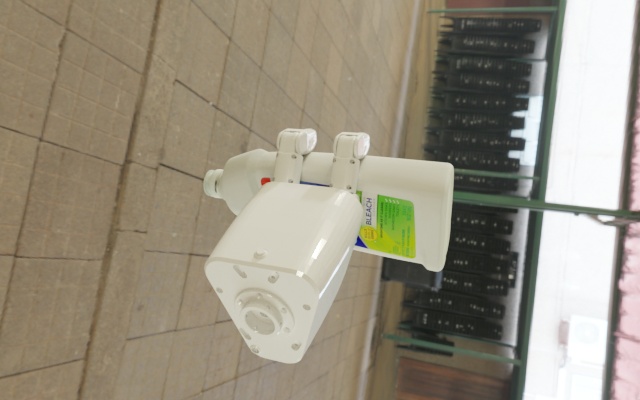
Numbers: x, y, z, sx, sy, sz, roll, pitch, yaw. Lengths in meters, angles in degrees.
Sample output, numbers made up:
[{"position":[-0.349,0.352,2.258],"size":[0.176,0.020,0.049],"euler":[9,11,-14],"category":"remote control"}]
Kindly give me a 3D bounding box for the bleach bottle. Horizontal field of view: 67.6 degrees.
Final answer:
[{"position":[0.000,0.001,0.479],"size":[0.251,0.103,0.068],"euler":[6,35,19],"category":"bleach bottle"}]
